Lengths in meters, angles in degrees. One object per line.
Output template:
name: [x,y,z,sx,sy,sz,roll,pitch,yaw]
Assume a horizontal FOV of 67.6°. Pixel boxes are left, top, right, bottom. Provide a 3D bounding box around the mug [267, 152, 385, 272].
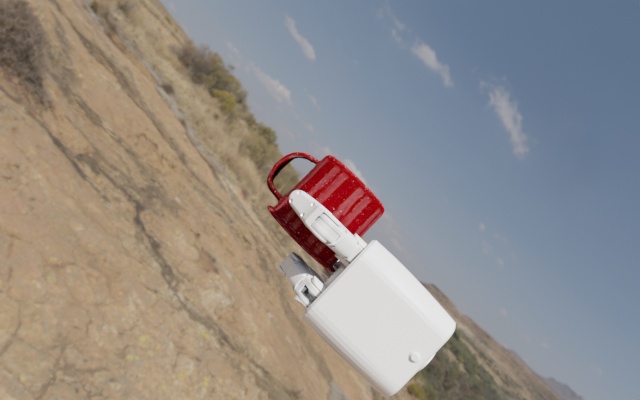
mug: [-0.001,0.000,0.474,0.117,0.081,0.093,45,1,4]
